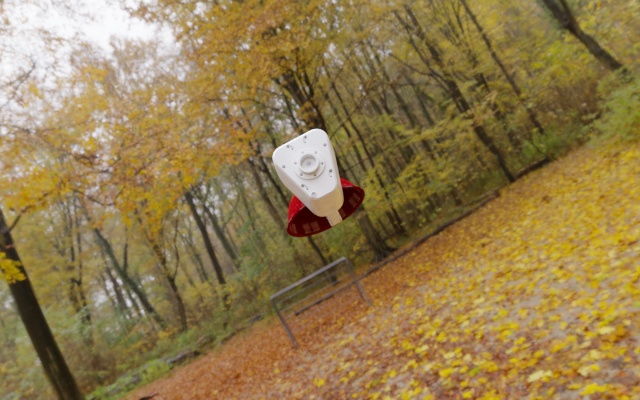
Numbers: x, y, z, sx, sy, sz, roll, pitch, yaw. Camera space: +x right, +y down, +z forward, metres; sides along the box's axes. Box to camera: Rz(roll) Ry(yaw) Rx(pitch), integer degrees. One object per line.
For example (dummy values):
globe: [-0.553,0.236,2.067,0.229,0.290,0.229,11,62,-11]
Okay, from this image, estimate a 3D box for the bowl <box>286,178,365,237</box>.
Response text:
bowl: [0.000,0.003,0.896,0.162,0.055,0.162,-24,-25,-12]
